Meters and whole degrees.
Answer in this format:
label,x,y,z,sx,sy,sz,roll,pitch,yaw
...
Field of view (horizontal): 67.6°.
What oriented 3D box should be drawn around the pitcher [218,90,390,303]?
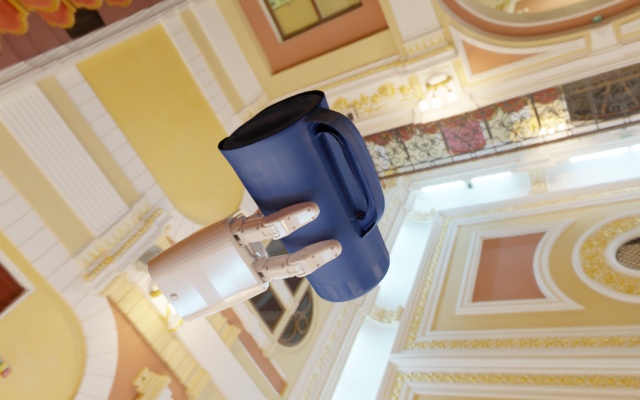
label,x,y,z,sx,sy,sz,roll,pitch,yaw
pitcher,0.000,0.002,0.567,0.145,0.243,0.149,-26,24,4
